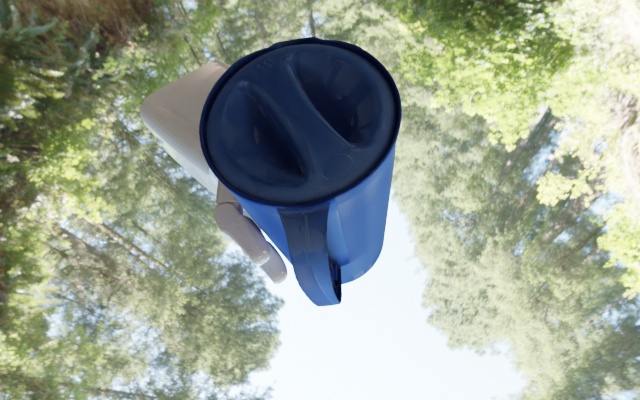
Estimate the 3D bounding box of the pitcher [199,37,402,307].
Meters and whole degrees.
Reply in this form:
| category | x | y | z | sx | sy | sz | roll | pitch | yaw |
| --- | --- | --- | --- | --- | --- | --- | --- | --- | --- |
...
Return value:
| category | x | y | z | sx | sy | sz | roll | pitch | yaw |
| --- | --- | --- | --- | --- | --- | --- | --- | --- | --- |
| pitcher | 0.000 | 0.001 | 0.408 | 0.145 | 0.149 | 0.243 | 35 | -16 | 22 |
